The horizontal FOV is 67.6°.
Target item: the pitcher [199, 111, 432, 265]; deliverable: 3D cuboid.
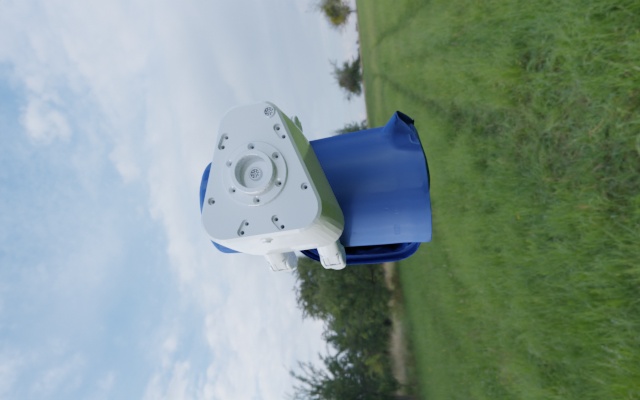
[{"bbox_3d":[0.000,0.002,0.536,0.243,0.149,0.145,-8,-8,8],"label":"pitcher"}]
